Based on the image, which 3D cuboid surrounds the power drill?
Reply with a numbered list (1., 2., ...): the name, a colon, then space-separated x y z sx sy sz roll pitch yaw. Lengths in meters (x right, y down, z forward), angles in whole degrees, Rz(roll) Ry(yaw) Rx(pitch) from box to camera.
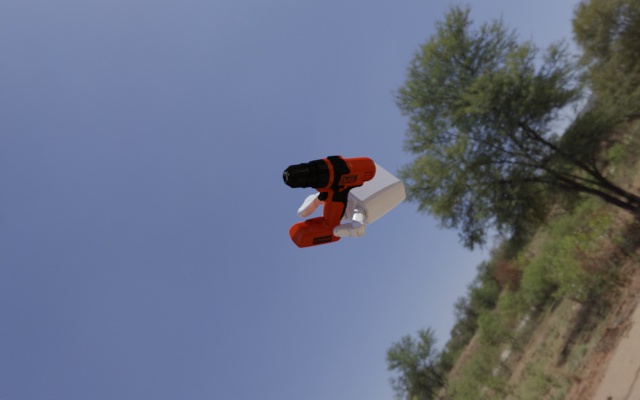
1. power drill: 0.000 0.003 0.877 0.184 0.188 0.057 -7 46 -30
